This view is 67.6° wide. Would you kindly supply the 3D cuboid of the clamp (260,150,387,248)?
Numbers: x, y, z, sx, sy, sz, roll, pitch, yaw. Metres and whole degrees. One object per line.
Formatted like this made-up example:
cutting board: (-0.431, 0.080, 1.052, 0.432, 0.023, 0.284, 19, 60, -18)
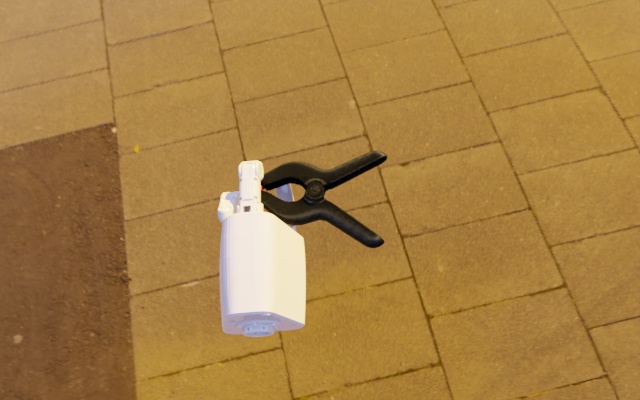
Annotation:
clamp: (0.000, 0.002, 0.566, 0.171, 0.120, 0.039, -5, -25, 2)
